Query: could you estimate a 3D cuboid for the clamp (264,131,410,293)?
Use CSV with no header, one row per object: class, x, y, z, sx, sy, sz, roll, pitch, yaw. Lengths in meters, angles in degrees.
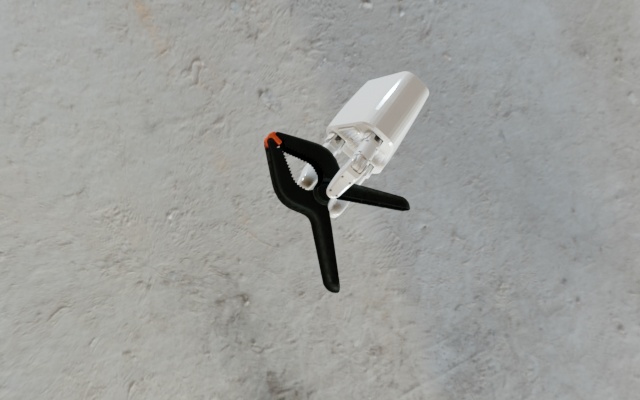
clamp,0.000,0.001,0.609,0.210,0.164,0.036,41,-21,-10
